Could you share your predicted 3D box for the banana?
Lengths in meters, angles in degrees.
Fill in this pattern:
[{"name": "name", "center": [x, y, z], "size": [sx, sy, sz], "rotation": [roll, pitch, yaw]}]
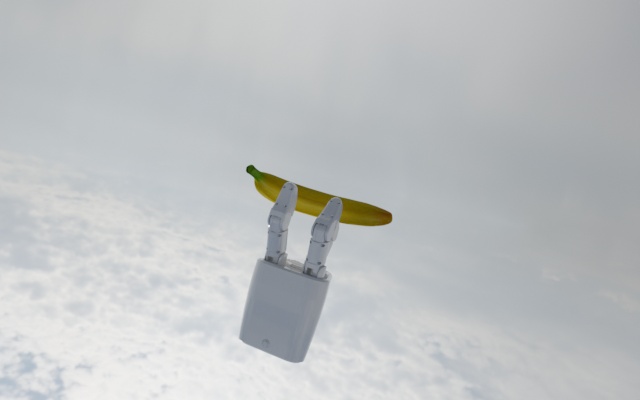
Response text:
[{"name": "banana", "center": [-0.005, 0.003, 0.634], "size": [0.198, 0.037, 0.069], "rotation": [17, -6, -4]}]
